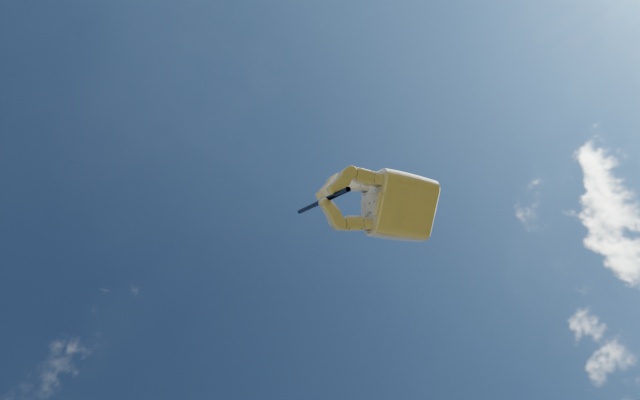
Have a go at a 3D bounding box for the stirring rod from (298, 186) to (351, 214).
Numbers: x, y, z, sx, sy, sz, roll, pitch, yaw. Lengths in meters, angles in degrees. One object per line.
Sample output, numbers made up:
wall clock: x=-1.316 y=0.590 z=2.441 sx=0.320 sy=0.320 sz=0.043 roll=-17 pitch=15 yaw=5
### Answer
stirring rod: x=0.000 y=0.003 z=0.810 sx=0.011 sy=0.011 sz=0.239 roll=0 pitch=-9 yaw=-20
